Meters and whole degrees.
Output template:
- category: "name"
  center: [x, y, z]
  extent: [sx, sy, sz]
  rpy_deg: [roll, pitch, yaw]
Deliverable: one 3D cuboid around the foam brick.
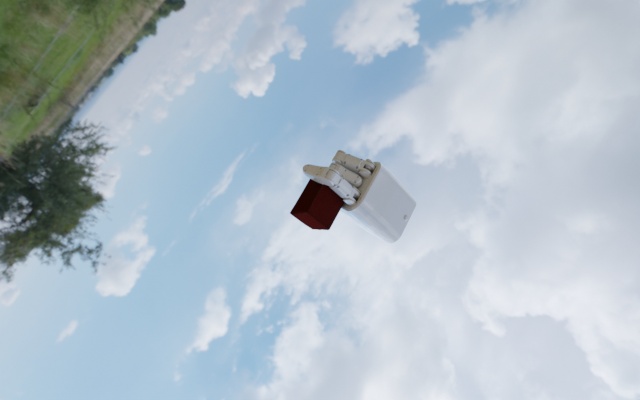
- category: "foam brick"
  center: [0.000, 0.003, 0.760]
  extent: [0.051, 0.078, 0.053]
  rpy_deg: [41, -22, -27]
